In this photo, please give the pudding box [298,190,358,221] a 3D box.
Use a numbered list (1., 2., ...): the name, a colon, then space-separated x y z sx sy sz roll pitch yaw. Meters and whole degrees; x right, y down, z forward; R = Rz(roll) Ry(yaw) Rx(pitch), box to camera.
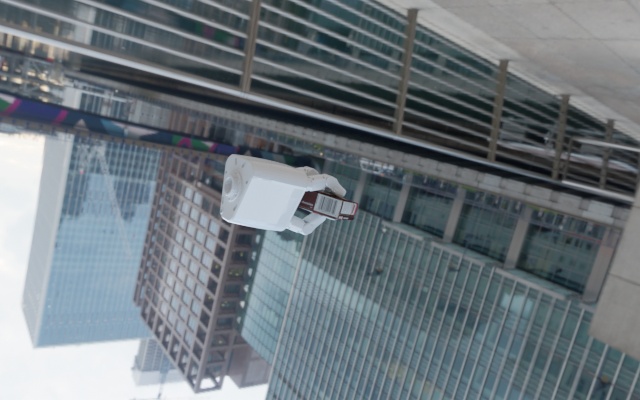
1. pudding box: 0.000 0.003 0.856 0.113 0.039 0.090 20 5 21
